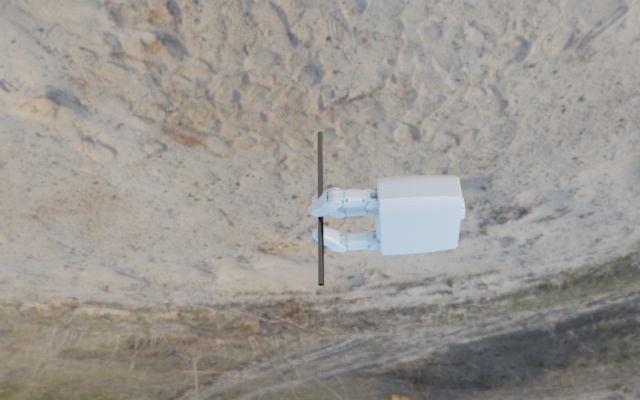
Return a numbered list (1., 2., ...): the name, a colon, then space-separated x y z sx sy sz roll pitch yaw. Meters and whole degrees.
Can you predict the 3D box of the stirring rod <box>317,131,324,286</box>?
1. stirring rod: 0.000 0.002 0.663 0.011 0.239 0.011 0 -30 0
